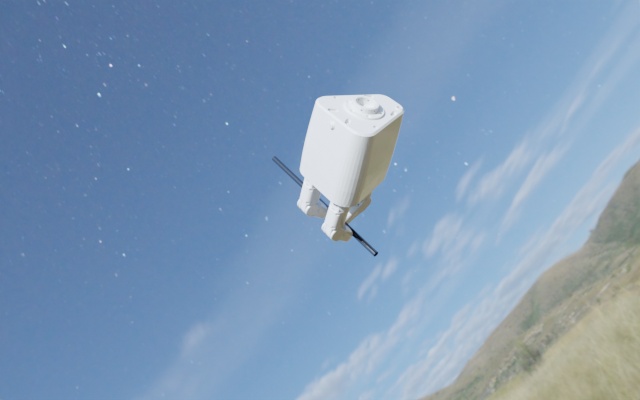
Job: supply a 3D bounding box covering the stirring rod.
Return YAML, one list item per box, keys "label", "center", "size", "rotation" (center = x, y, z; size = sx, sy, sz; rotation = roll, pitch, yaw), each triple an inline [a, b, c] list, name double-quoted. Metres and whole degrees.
- label: "stirring rod"
  center: [0.000, 0.002, 0.706]
  size: [0.011, 0.011, 0.239]
  rotation: [0, 36, -50]
